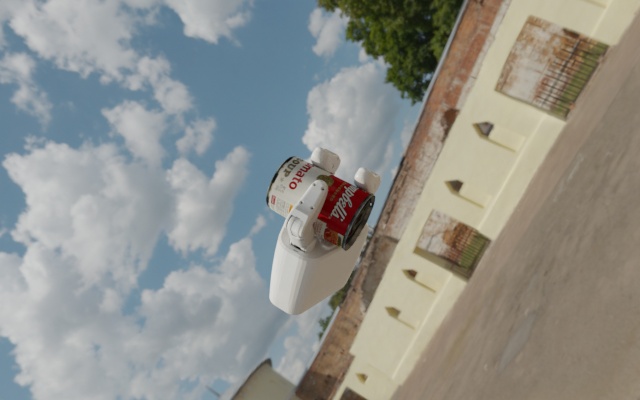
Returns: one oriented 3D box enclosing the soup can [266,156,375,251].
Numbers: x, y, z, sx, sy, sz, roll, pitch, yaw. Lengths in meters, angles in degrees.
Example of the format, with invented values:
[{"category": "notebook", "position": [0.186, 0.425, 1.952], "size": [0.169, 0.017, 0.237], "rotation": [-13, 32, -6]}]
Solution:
[{"category": "soup can", "position": [0.000, 0.001, 0.528], "size": [0.102, 0.068, 0.068], "rotation": [28, 8, 16]}]
